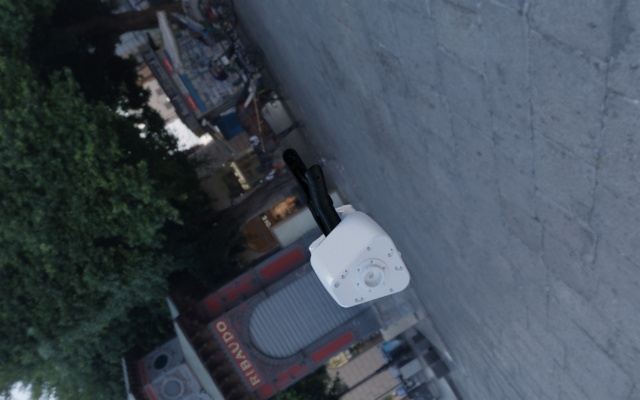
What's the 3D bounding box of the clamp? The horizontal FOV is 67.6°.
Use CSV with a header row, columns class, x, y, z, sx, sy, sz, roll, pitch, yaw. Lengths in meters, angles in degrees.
class,x,y,z,sx,sy,sz,roll,pitch,yaw
clamp,0.000,0.003,0.723,0.039,0.171,0.120,-31,19,-5
